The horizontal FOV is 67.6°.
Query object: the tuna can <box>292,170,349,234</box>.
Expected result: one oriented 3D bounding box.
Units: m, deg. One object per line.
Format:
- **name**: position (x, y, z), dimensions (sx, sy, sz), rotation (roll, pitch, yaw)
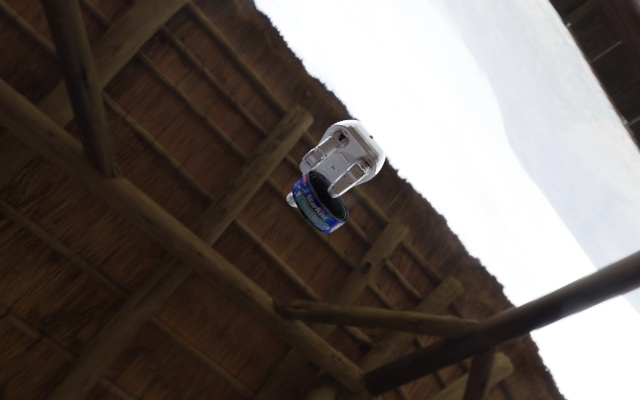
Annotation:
- **tuna can**: position (0.000, 0.002, 0.652), dimensions (0.034, 0.086, 0.086), rotation (-37, -14, 19)
